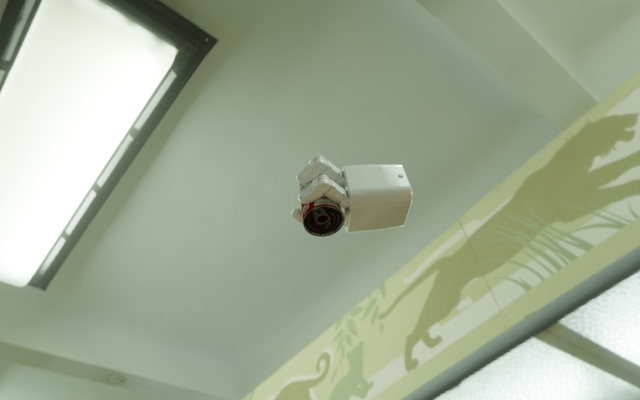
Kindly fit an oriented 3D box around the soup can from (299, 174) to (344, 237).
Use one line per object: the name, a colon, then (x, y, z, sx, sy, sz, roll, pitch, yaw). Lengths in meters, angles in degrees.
soup can: (0.000, 0.003, 0.820, 0.068, 0.069, 0.102, 0, 40, -8)
